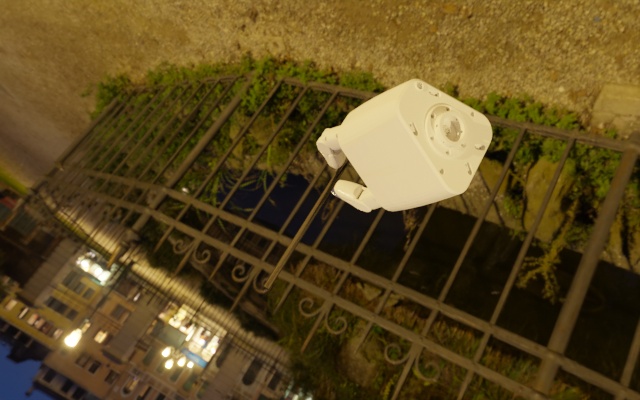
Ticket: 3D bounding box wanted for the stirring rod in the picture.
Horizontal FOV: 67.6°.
[{"bbox_3d":[0.000,0.002,0.569,0.011,0.239,0.011,28,-21,12],"label":"stirring rod"}]
